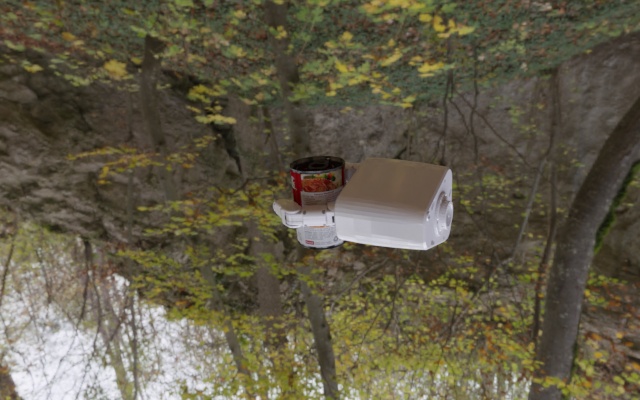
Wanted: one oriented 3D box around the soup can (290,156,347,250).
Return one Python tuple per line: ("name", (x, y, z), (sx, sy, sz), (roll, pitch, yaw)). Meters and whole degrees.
("soup can", (0.000, 0.002, 0.597), (0.068, 0.102, 0.068), (-4, 21, 2))
